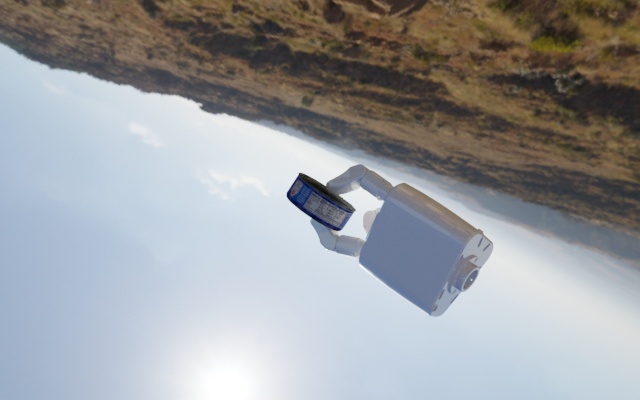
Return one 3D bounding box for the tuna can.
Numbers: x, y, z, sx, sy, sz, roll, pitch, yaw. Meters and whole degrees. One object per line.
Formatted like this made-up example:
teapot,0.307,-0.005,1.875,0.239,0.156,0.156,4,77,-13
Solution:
tuna can,0.000,0.002,0.598,0.086,0.034,0.086,33,8,-5
